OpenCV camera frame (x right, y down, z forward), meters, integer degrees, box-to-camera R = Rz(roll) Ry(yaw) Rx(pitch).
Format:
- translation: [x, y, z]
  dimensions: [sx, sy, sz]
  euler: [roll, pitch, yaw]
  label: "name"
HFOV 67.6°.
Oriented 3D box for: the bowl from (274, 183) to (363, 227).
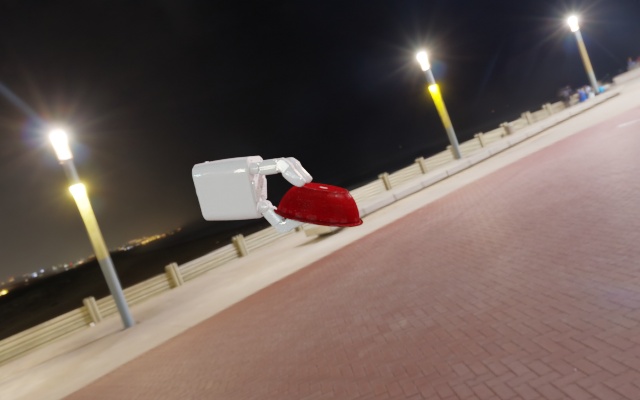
- translation: [0.002, 0.003, 0.849]
  dimensions: [0.162, 0.055, 0.162]
  euler: [8, 8, -1]
  label: "bowl"
